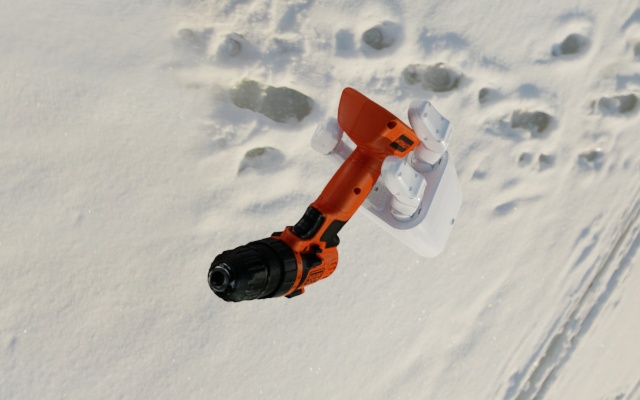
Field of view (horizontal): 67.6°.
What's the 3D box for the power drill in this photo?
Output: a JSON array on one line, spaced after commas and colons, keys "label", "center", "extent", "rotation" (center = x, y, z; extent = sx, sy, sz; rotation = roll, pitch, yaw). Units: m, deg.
[{"label": "power drill", "center": [0.000, 0.001, 0.406], "extent": [0.057, 0.188, 0.184], "rotation": [39, 14, 18]}]
